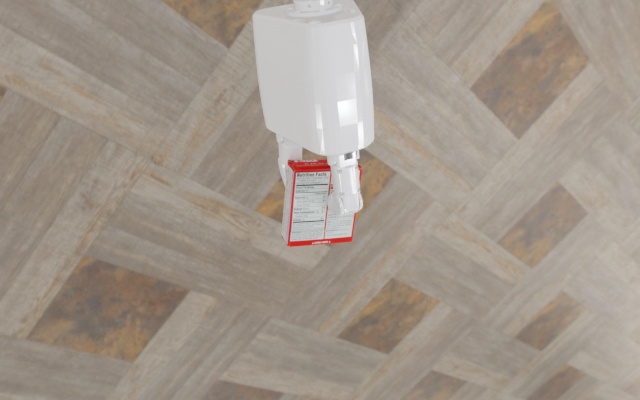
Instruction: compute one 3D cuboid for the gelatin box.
[{"bbox_3d":[0.000,0.002,0.494,0.073,0.089,0.030,-3,25,-20],"label":"gelatin box"}]
